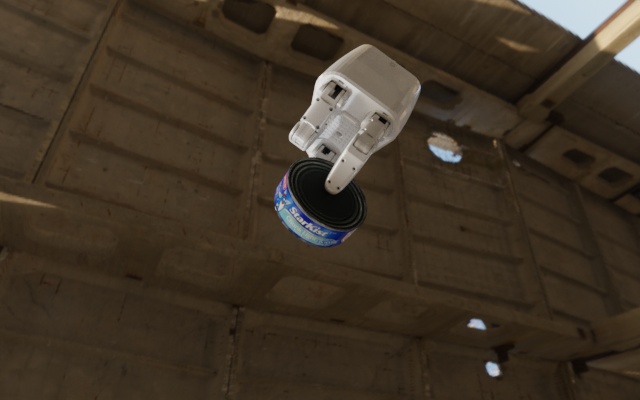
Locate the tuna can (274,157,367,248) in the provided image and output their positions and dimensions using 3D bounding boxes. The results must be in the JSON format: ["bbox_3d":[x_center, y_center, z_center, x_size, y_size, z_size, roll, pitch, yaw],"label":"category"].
[{"bbox_3d":[0.000,0.002,0.455,0.086,0.086,0.034,0,-36,-38],"label":"tuna can"}]
